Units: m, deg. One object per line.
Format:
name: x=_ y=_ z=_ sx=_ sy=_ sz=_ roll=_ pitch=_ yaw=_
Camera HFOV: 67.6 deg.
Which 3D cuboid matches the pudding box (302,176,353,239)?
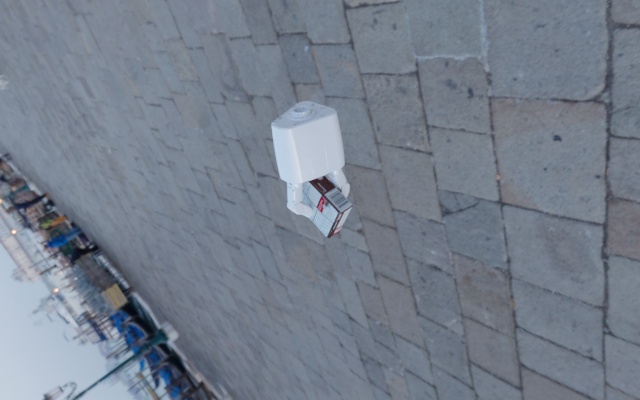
pudding box: x=0.000 y=0.003 z=0.895 sx=0.039 sy=0.113 sz=0.090 roll=-30 pitch=-23 yaw=-32
